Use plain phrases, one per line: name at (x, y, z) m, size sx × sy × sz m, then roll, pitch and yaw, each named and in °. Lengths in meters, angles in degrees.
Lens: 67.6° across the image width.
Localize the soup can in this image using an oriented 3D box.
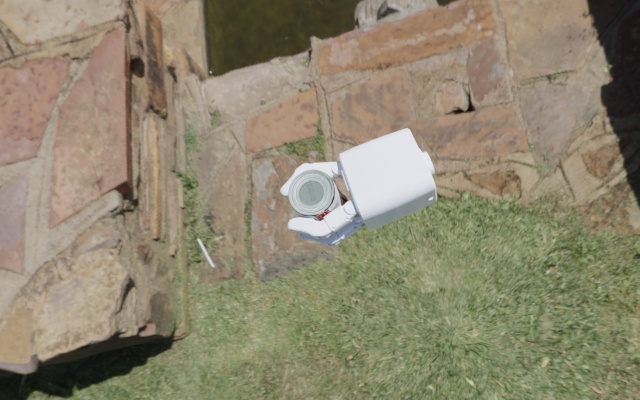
soup can at (0.000, 0.002, 0.688) m, size 0.068 × 0.068 × 0.102 m, roll 0°, pitch -15°, yaw 15°
